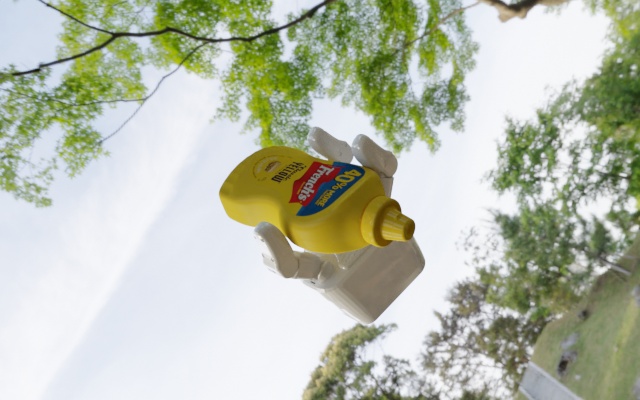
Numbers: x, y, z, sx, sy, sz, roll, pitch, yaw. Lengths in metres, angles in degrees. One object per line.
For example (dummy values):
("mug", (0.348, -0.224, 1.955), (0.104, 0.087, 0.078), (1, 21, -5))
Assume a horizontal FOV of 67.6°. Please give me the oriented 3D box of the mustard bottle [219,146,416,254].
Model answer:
("mustard bottle", (0.000, 0.001, 0.431), (0.191, 0.058, 0.096), (18, 46, 40))
